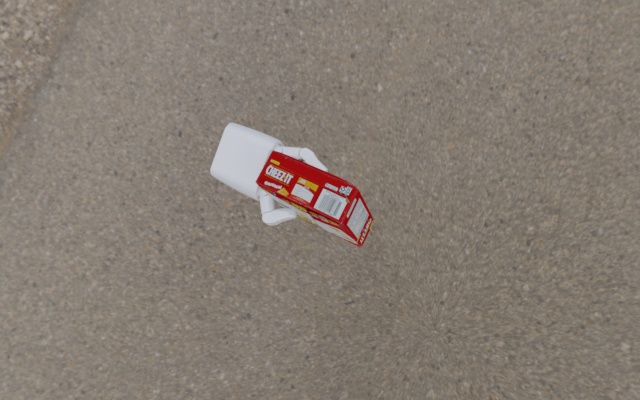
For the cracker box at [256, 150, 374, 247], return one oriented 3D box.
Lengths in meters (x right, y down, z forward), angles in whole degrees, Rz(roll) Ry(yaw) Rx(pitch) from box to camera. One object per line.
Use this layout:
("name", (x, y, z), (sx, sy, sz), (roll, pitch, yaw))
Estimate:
("cracker box", (0.000, 0.003, 0.849), (0.164, 0.072, 0.214), (25, -8, 18))
